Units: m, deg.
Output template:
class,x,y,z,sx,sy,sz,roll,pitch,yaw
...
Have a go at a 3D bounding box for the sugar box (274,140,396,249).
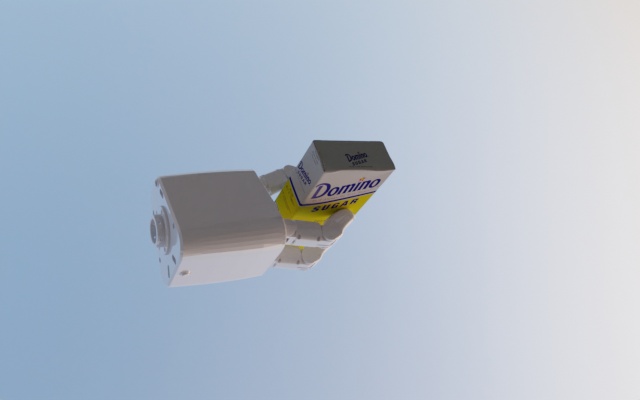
class,x,y,z,sx,sy,sz,roll,pitch,yaw
sugar box,0.000,0.002,0.550,0.093,0.048,0.176,-4,-29,-32
